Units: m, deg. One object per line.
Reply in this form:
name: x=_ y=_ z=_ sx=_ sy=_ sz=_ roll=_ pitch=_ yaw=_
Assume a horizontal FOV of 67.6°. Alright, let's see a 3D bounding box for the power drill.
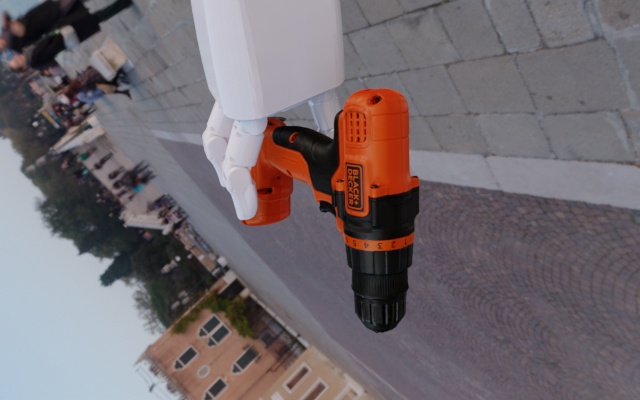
power drill: x=0.000 y=0.001 z=0.404 sx=0.057 sy=0.184 sz=0.187 roll=-13 pitch=17 yaw=-40
